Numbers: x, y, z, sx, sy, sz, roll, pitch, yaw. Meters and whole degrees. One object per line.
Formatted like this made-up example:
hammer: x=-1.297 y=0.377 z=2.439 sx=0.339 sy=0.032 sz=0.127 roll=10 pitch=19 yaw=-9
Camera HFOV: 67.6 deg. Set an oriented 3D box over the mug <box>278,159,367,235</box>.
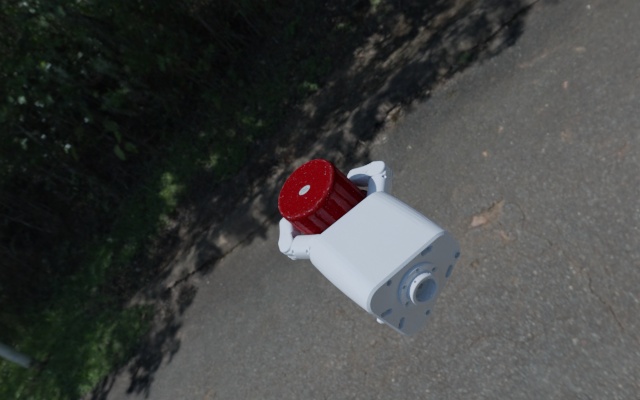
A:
mug: x=-0.001 y=0.001 z=0.562 sx=0.081 sy=0.093 sz=0.117 roll=40 pitch=-4 yaw=-37
